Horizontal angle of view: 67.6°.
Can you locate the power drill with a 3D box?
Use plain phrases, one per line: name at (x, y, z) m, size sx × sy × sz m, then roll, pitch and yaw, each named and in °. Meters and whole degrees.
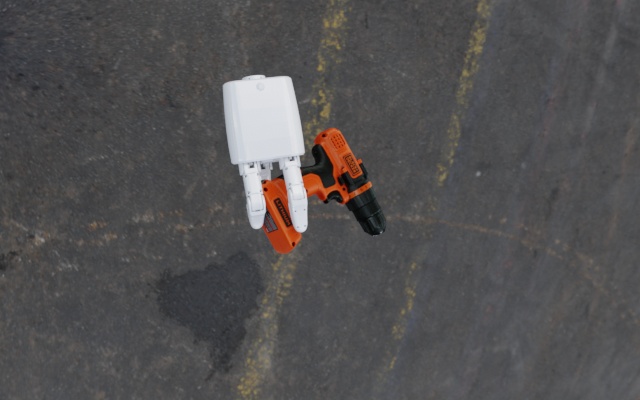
power drill at (0.000, 0.002, 0.711) m, size 0.187 × 0.184 × 0.057 m, roll -31°, pitch 2°, yaw -34°
